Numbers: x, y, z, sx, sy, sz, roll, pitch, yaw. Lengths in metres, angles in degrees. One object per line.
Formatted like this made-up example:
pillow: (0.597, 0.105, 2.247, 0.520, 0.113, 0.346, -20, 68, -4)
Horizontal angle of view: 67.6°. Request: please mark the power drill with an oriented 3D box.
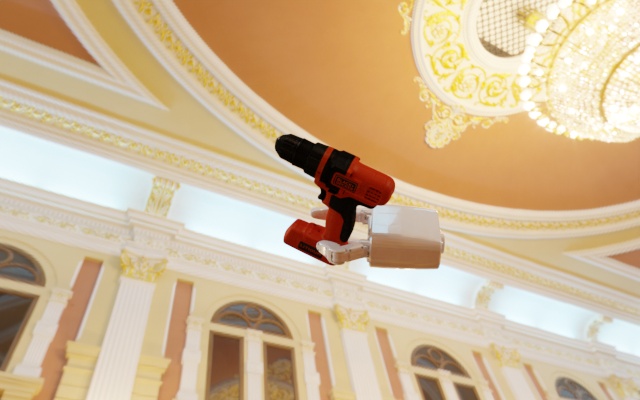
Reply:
power drill: (0.000, 0.003, 0.726, 0.184, 0.188, 0.057, 26, 41, 6)
